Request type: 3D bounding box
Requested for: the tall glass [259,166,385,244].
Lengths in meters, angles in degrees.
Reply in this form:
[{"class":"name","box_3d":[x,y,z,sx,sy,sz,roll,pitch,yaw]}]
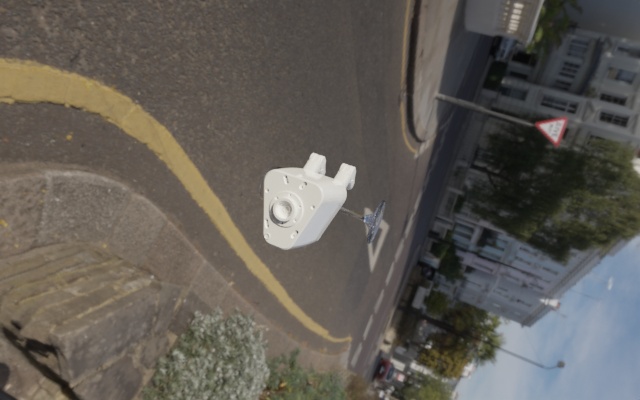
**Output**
[{"class":"tall glass","box_3d":[0.001,0.003,0.792,0.201,0.079,0.079,20,6,17]}]
